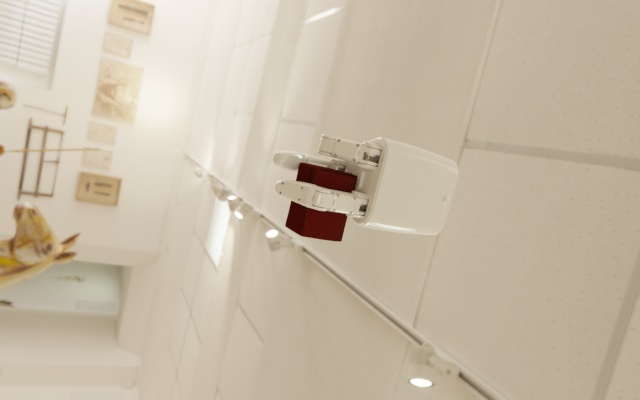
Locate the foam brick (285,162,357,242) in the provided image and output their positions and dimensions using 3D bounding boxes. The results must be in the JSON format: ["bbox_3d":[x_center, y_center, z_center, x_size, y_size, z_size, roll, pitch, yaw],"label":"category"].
[{"bbox_3d":[0.000,0.002,0.537,0.051,0.078,0.053,11,7,-26],"label":"foam brick"}]
